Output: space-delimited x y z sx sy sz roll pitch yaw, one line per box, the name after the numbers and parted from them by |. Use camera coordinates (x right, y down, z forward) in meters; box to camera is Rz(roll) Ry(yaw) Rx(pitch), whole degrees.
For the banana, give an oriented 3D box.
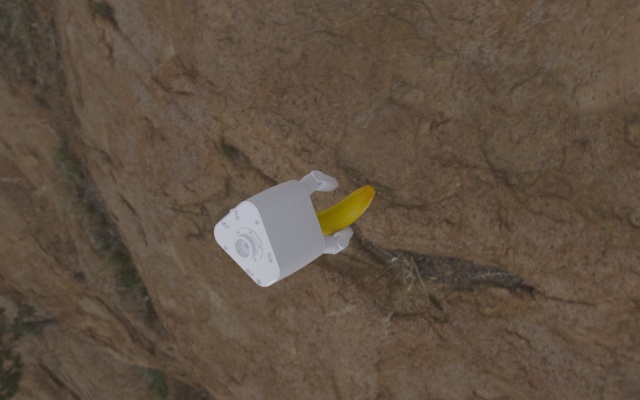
0.001 0.021 0.744 0.198 0.069 0.037 -7 5 36 | banana
